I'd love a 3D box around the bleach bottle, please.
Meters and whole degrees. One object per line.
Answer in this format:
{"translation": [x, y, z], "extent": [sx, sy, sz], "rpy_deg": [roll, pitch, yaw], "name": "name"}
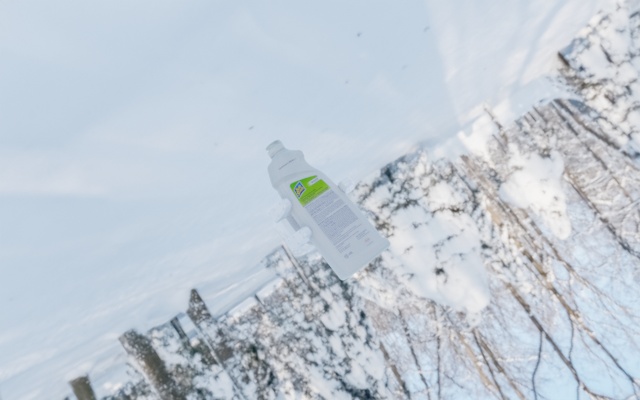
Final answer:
{"translation": [0.000, 0.003, 0.788], "extent": [0.102, 0.251, 0.068], "rpy_deg": [-34, -7, -22], "name": "bleach bottle"}
